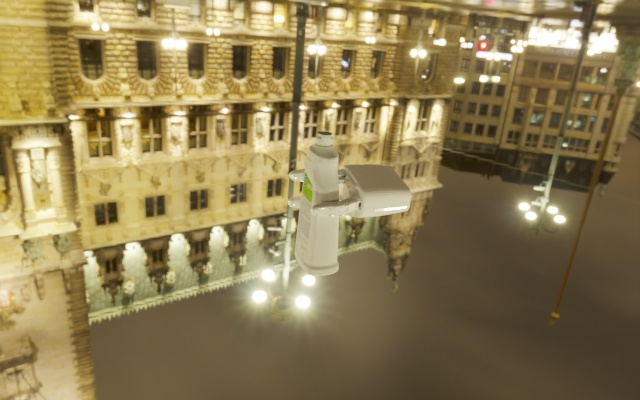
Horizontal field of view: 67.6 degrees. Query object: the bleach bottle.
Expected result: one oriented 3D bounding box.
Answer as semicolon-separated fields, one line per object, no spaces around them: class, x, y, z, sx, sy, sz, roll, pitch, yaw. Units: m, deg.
bleach bottle;0.000;0.003;0.866;0.068;0.251;0.102;-4;23;-23
